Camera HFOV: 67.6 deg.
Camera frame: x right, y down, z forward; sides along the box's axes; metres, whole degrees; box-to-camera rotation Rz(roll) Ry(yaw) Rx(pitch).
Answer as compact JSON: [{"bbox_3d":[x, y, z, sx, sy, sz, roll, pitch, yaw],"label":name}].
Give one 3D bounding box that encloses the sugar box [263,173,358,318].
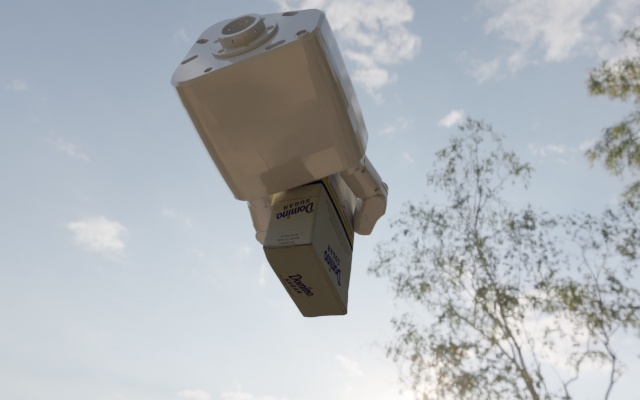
[{"bbox_3d":[0.000,0.001,0.416,0.048,0.176,0.093,-7,-47,20],"label":"sugar box"}]
